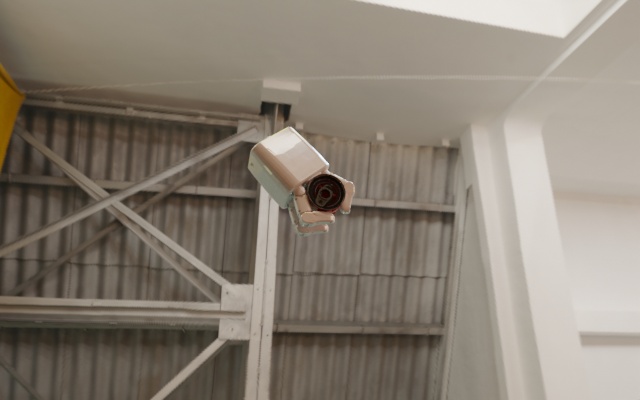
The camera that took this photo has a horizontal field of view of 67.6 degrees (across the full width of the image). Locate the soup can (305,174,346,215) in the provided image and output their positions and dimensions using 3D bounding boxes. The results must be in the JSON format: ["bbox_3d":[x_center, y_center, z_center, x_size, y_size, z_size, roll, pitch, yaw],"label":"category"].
[{"bbox_3d":[0.000,0.003,0.869,0.068,0.068,0.102,0,-21,-13],"label":"soup can"}]
